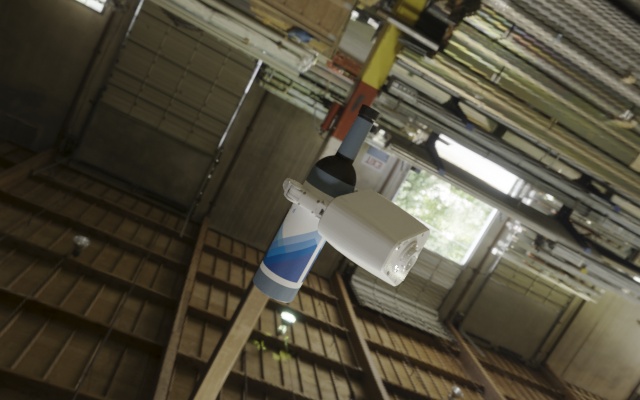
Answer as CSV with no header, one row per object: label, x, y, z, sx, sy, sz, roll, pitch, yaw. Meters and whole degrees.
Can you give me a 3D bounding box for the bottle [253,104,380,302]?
bottle,0.000,0.002,0.674,0.069,0.296,0.069,28,9,-5
